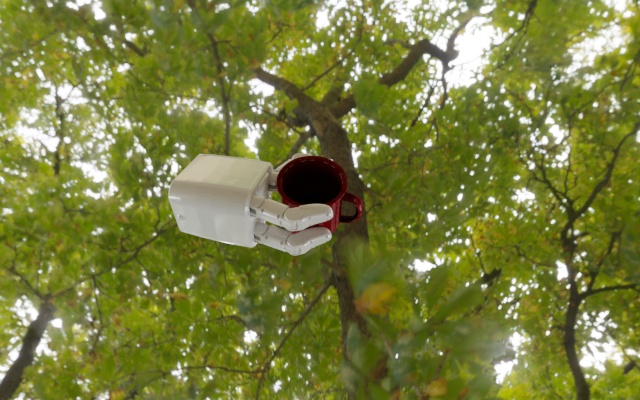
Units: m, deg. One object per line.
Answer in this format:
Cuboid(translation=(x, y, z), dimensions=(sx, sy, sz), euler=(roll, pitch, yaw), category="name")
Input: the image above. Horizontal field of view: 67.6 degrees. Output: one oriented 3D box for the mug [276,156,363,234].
Cuboid(translation=(0.002, 0.002, 0.650), dimensions=(0.117, 0.093, 0.082), euler=(12, -39, 9), category="mug")
